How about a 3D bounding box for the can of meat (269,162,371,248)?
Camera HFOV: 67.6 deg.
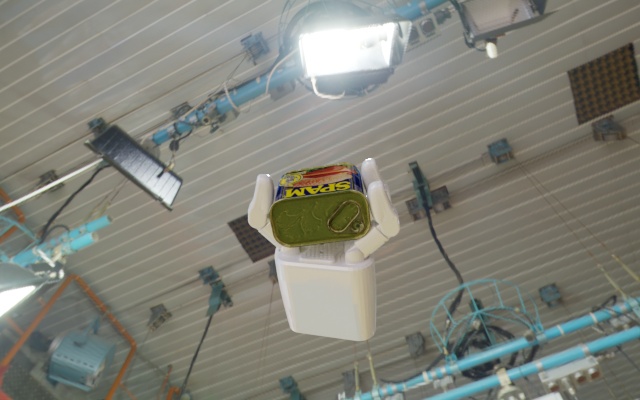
[{"bbox_3d":[0.000,0.002,0.520,0.102,0.057,0.084,-8,26,5],"label":"can of meat"}]
